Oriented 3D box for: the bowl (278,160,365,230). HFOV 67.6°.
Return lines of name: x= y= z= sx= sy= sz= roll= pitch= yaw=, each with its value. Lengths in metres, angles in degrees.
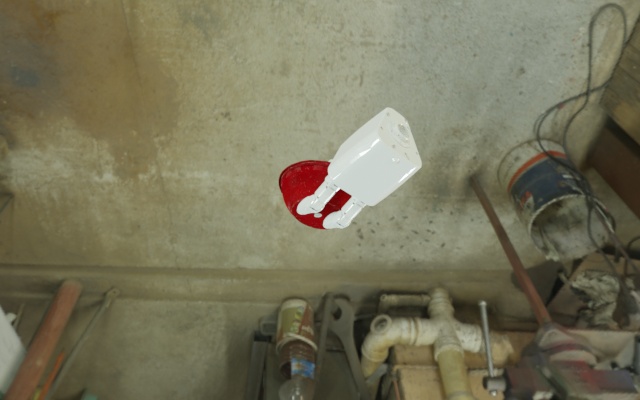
bowl: x=0.000 y=0.004 z=0.824 sx=0.162 sy=0.055 sz=0.162 roll=9 pitch=-34 yaw=6
